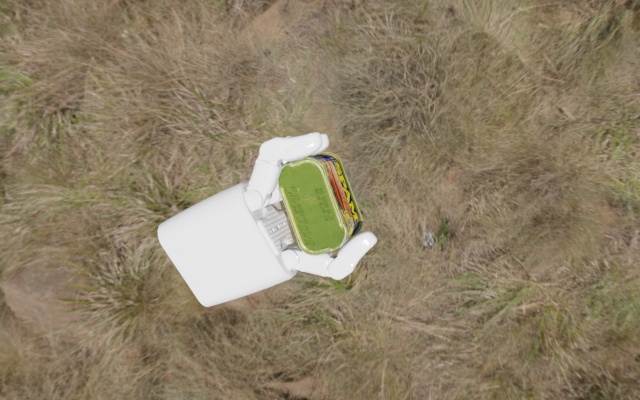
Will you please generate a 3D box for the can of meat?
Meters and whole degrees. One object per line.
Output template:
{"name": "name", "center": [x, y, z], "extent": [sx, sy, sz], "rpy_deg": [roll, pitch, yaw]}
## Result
{"name": "can of meat", "center": [0.000, 0.002, 0.505], "extent": [0.057, 0.102, 0.084], "rpy_deg": [-19, 2, 15]}
